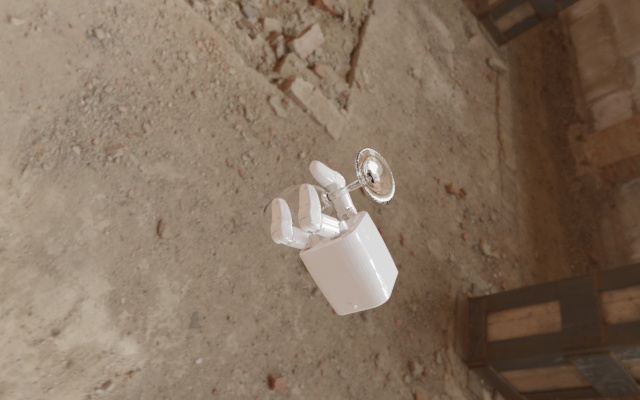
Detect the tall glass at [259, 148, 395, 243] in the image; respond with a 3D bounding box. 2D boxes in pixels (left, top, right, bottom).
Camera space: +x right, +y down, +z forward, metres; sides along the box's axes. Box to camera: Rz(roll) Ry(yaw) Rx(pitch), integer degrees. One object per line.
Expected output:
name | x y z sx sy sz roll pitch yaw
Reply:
tall glass | 0.001 0.002 0.656 0.201 0.079 0.079 -25 -17 39
